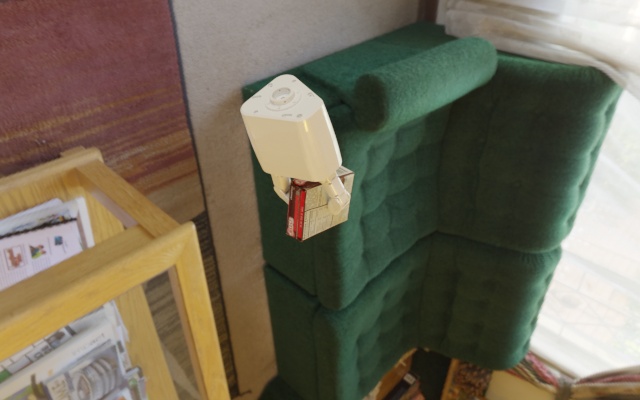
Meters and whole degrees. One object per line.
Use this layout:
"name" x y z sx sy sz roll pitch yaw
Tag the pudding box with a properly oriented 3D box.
"pudding box" 0.000 0.002 0.732 0.039 0.090 0.113 29 34 36
